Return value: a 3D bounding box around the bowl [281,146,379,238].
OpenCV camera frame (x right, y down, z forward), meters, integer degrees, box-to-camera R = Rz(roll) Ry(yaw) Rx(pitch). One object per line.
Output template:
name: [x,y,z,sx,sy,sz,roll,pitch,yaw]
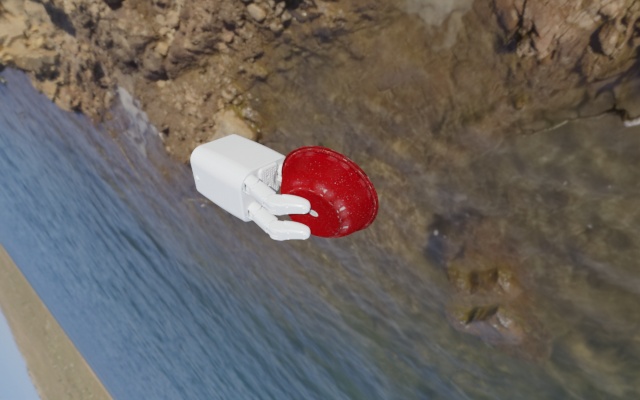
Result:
bowl: [0.001,0.003,0.691,0.162,0.162,0.055,0,39,35]
